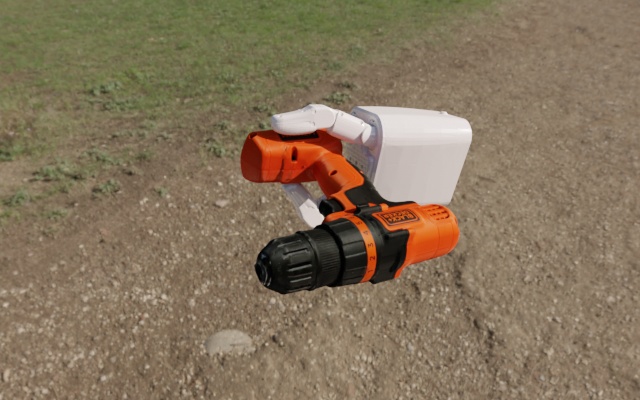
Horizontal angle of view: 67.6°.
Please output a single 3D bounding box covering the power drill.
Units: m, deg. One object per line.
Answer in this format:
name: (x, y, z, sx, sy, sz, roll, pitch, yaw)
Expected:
power drill: (0.000, 0.001, 0.419, 0.184, 0.057, 0.187, -7, 38, -33)
